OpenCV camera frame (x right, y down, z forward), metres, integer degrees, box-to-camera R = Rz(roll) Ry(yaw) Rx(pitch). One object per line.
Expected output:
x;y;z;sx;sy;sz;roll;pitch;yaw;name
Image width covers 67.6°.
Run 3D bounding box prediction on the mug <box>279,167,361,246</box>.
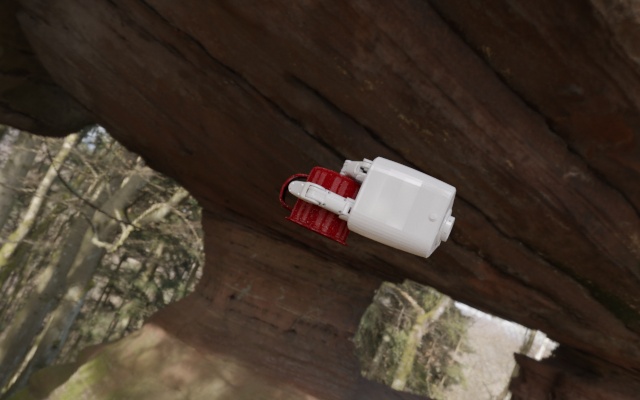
-0.001;0.001;0.654;0.117;0.081;0.093;23;-5;18;mug
